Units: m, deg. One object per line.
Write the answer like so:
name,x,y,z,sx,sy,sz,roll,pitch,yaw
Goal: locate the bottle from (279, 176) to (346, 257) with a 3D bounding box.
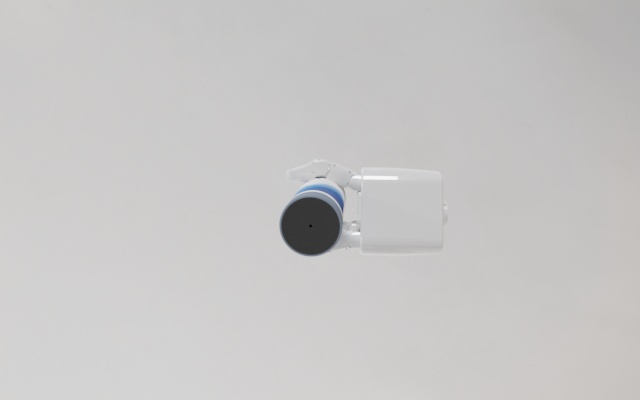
bottle,0.000,0.002,0.642,0.069,0.069,0.295,0,10,4
